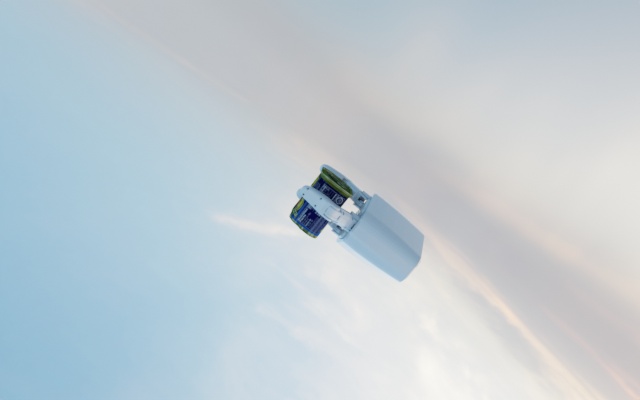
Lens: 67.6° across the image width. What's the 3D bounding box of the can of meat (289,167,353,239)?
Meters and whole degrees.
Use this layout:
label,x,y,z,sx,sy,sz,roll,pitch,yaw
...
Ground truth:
label,x,y,z,sx,sy,sz,roll,pitch,yaw
can of meat,0.000,0.003,0.713,0.057,0.084,0.102,38,9,-4
